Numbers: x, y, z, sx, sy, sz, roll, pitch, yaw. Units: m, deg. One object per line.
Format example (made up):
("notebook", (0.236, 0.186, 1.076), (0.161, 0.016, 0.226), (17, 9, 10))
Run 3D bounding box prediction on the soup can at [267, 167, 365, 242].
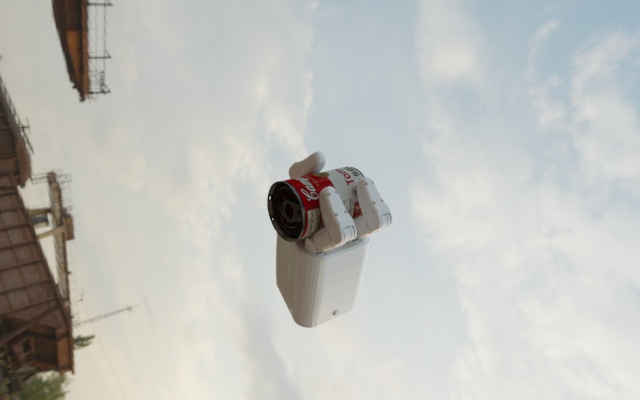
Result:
("soup can", (0.000, 0.001, 0.545), (0.102, 0.068, 0.068), (-15, 9, -37))
